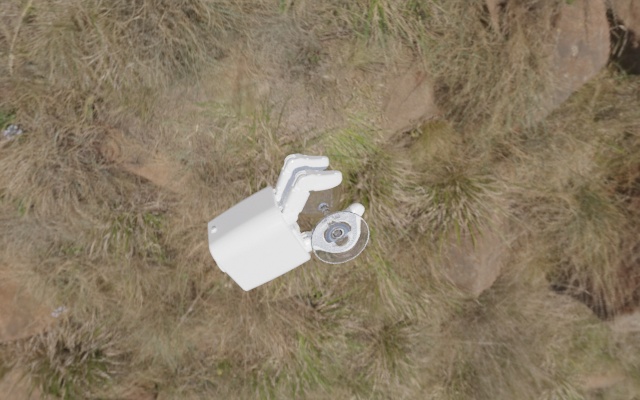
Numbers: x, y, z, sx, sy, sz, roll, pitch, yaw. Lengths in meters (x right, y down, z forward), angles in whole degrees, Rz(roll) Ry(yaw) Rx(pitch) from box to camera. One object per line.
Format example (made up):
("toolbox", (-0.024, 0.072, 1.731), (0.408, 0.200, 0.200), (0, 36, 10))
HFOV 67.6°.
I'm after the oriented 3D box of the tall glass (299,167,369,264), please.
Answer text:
("tall glass", (0.000, 0.002, 0.666), (0.079, 0.079, 0.201), (0, 26, -15))
